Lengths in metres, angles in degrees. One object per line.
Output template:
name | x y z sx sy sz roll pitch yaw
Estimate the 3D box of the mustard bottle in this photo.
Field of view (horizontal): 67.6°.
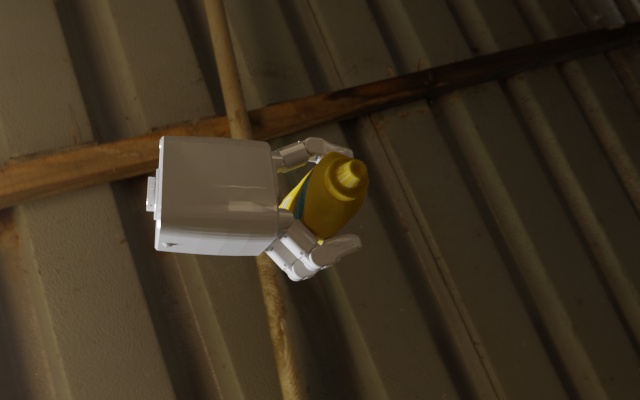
mustard bottle | 0.000 0.002 0.502 0.058 0.096 0.192 27 -26 -10
